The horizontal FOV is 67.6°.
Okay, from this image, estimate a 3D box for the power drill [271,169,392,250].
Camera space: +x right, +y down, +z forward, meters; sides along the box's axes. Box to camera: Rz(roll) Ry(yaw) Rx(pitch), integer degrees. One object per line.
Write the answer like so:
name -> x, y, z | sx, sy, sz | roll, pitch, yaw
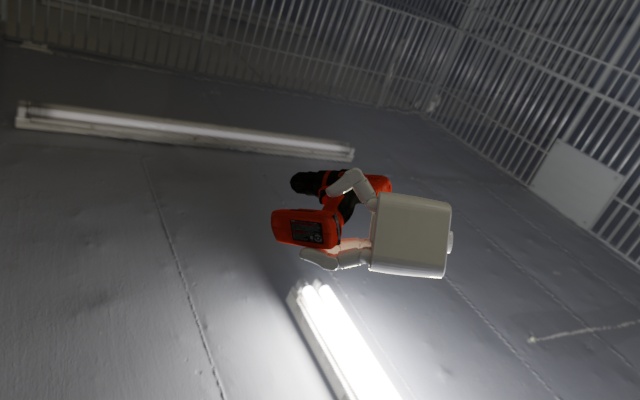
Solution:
power drill -> 0.000, 0.003, 0.758 | 0.184, 0.057, 0.187 | 4, 28, 28
